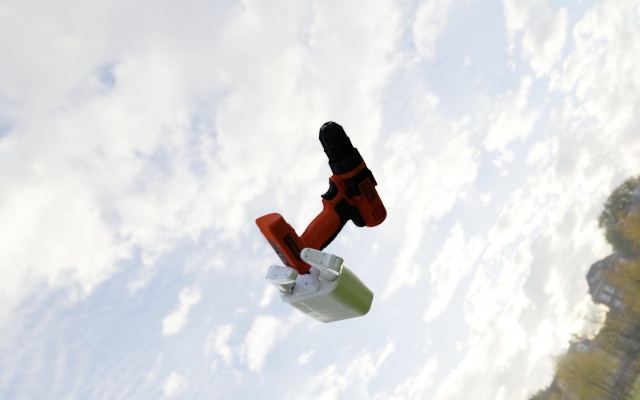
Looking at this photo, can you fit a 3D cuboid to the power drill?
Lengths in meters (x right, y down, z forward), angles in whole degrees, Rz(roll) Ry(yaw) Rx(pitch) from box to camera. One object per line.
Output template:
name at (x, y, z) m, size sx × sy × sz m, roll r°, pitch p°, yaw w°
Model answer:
power drill at (0.000, 0.003, 0.698) m, size 0.187 × 0.184 × 0.057 m, roll -39°, pitch 24°, yaw -18°
